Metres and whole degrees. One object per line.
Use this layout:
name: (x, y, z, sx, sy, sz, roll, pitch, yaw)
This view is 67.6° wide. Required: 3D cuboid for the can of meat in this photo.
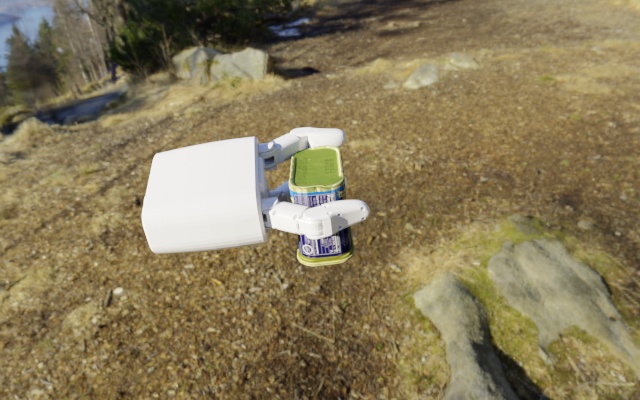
can of meat: (0.000, 0.001, 0.481, 0.057, 0.084, 0.102, -6, 28, 2)
